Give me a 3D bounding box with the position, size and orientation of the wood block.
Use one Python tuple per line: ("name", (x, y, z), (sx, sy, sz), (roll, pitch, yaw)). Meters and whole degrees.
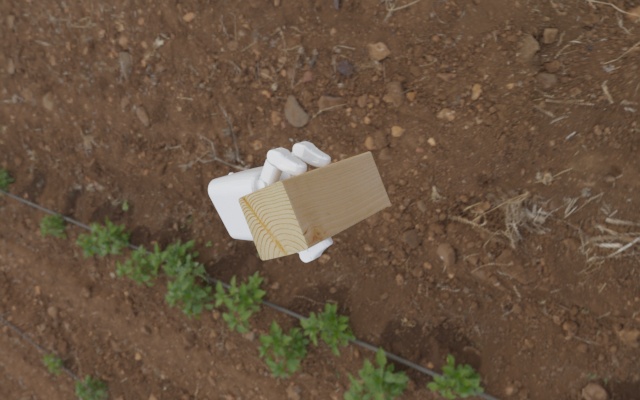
("wood block", (0.000, 0.003, 0.675), (0.090, 0.091, 0.206), (-19, 3, 40))
